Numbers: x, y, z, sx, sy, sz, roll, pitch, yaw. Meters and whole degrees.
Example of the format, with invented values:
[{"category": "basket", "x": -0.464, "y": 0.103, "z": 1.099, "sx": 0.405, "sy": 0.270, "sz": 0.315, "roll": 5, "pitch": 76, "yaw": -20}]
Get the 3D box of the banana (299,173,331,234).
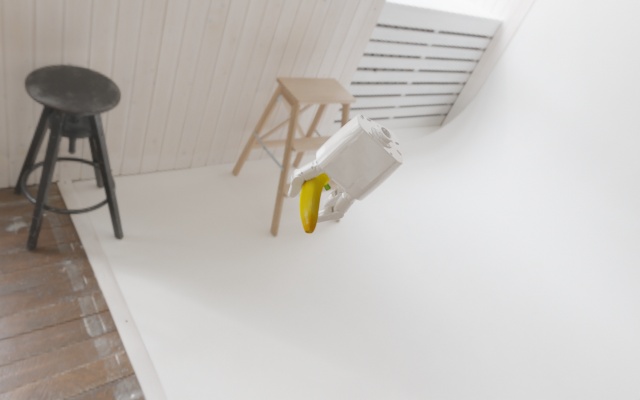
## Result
[{"category": "banana", "x": -0.008, "y": -0.014, "z": 0.872, "sx": 0.037, "sy": 0.070, "sz": 0.197, "roll": -21, "pitch": 19, "yaw": 22}]
